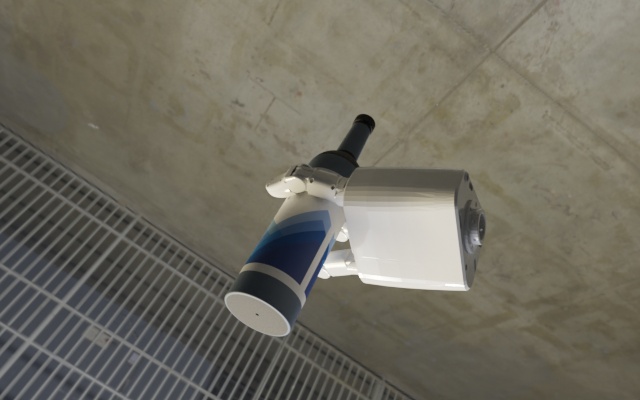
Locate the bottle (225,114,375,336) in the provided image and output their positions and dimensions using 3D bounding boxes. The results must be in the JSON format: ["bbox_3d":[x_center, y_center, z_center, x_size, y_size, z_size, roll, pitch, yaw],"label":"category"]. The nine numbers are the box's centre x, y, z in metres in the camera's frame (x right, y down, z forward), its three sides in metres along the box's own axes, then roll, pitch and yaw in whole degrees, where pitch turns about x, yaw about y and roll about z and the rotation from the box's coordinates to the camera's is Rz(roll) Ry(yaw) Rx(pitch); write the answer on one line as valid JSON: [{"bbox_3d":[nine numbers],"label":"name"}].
[{"bbox_3d":[0.000,0.002,0.517,0.069,0.069,0.295,0,43,32],"label":"bottle"}]
